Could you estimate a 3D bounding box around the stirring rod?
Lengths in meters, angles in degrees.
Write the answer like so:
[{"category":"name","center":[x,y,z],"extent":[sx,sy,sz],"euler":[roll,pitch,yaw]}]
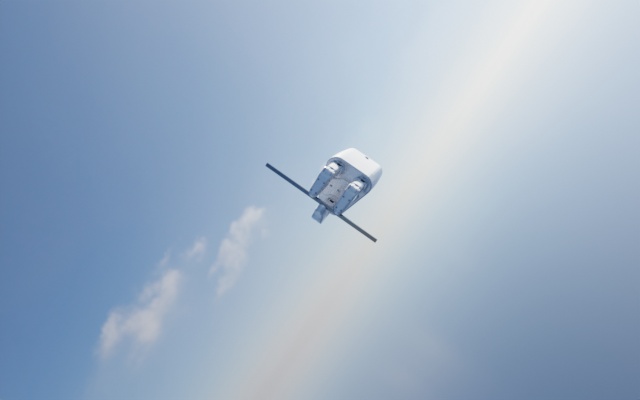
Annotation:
[{"category":"stirring rod","center":[0.000,0.003,0.849],"extent":[0.239,0.011,0.011],"euler":[35,5,8]}]
